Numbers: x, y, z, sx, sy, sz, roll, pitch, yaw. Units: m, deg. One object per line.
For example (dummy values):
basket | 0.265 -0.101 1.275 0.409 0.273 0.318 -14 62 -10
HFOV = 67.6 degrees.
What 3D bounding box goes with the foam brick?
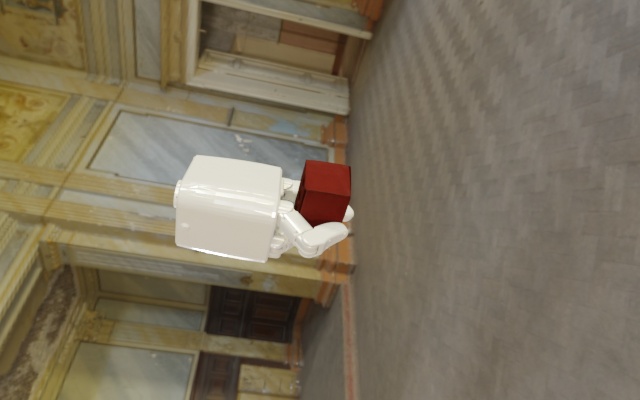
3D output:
foam brick | 0.000 0.001 0.535 0.051 0.078 0.053 11 42 -7
